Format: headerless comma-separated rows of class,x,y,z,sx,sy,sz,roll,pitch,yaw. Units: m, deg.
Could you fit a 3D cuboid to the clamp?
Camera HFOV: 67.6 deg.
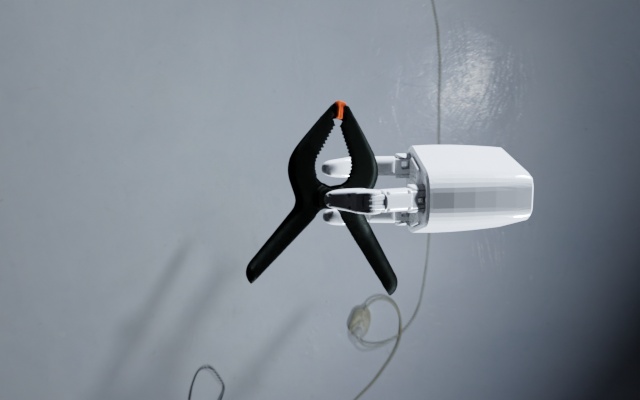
clamp,0.000,0.001,0.506,0.164,0.210,0.036,-2,9,-3
